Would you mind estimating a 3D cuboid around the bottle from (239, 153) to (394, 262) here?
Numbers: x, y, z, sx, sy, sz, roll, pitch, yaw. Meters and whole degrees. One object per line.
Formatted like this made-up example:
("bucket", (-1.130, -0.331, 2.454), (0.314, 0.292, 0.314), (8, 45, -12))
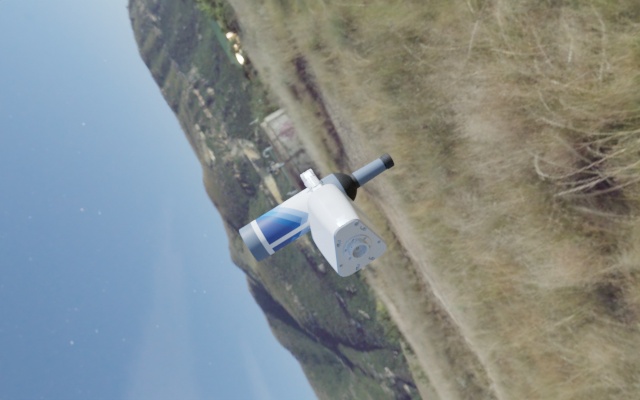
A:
("bottle", (0.000, 0.003, 0.845), (0.295, 0.069, 0.069), (-32, 2, -4))
